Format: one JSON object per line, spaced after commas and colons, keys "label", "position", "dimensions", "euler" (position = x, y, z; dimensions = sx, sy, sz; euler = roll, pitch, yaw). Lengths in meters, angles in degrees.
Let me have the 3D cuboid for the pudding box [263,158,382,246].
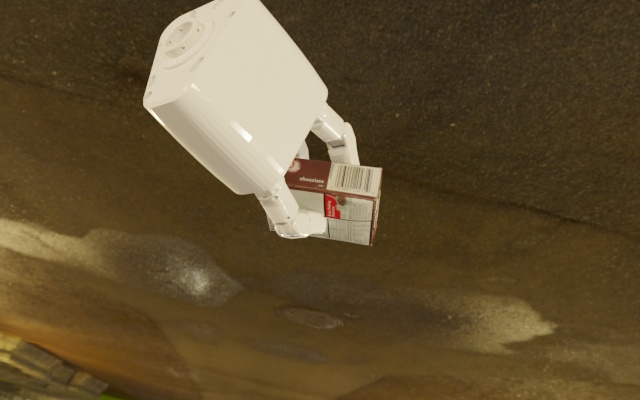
{"label": "pudding box", "position": [0.000, 0.002, 0.464], "dimensions": [0.113, 0.039, 0.090], "euler": [9, -31, 8]}
